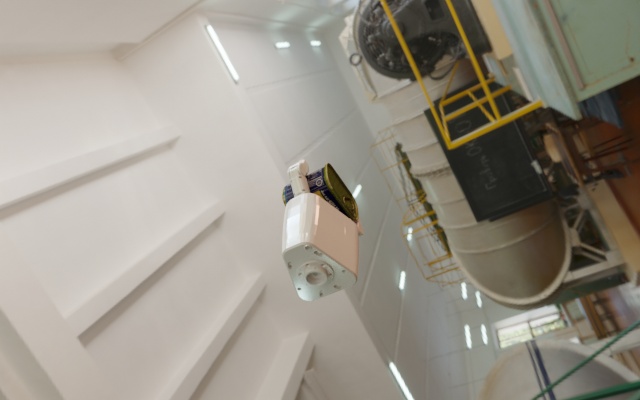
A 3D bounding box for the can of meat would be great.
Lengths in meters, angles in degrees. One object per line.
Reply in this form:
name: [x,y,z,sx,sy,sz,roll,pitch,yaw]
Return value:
can of meat: [0.000,0.003,0.760,0.084,0.102,0.057,-25,36,19]
